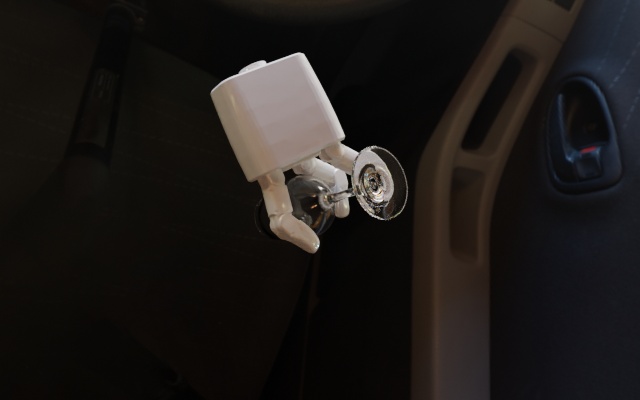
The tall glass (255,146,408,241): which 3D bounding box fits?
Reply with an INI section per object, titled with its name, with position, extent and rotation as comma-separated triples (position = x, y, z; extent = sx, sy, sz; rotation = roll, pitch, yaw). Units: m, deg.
[tall glass]
position = 0.001, 0.002, 0.545
extent = 0.079, 0.079, 0.201
rotation = 0, -12, -38
